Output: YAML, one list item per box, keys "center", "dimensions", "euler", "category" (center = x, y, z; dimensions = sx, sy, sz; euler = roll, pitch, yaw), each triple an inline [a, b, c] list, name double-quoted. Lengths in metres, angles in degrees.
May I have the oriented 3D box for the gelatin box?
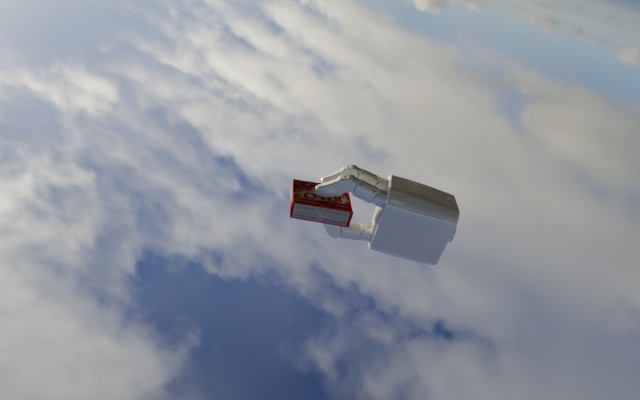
- center: [0.000, 0.003, 0.704]
  dimensions: [0.089, 0.030, 0.073]
  euler: [9, 28, -8]
  category: "gelatin box"
